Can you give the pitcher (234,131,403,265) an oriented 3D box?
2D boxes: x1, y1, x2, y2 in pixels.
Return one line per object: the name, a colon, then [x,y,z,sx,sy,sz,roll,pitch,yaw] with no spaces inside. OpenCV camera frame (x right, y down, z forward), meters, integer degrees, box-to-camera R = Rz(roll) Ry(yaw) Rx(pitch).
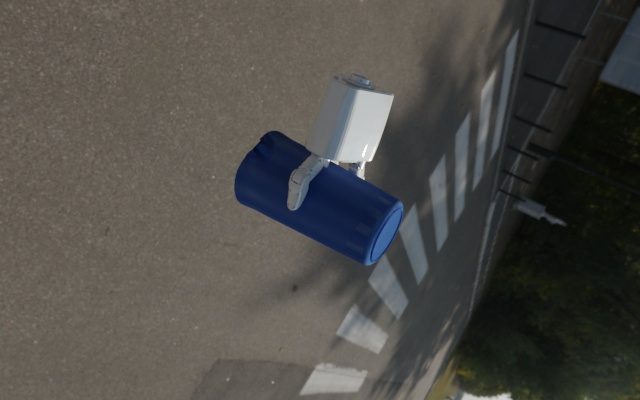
pitcher: [0.000,0.002,0.742,0.243,0.145,0.149,28,23,22]
